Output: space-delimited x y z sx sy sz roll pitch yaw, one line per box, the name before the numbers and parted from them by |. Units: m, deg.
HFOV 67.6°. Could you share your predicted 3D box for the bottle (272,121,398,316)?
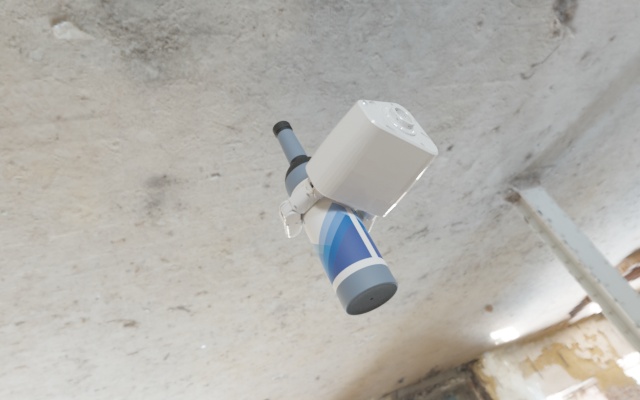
bottle | 0.000 0.002 0.611 0.069 0.295 0.069 -19 -35 -14
